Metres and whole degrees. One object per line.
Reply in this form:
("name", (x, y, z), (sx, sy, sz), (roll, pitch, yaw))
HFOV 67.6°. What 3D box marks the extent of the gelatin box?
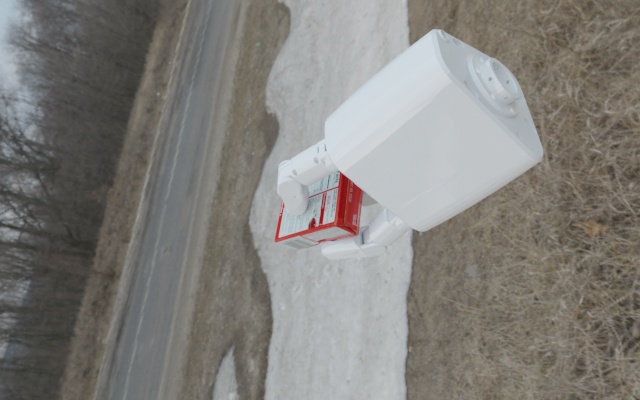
("gelatin box", (-0.001, 0.001, 0.434), (0.030, 0.073, 0.089), (26, -30, -34))
